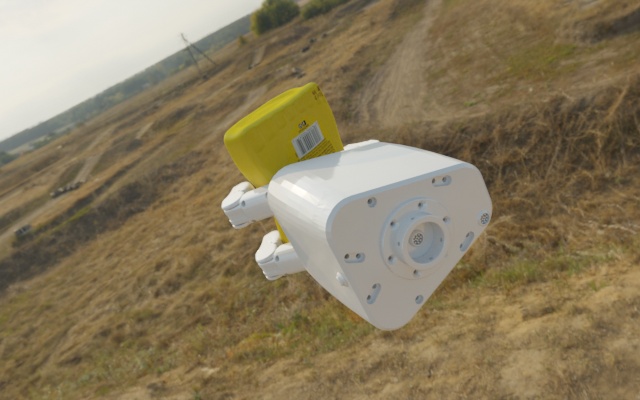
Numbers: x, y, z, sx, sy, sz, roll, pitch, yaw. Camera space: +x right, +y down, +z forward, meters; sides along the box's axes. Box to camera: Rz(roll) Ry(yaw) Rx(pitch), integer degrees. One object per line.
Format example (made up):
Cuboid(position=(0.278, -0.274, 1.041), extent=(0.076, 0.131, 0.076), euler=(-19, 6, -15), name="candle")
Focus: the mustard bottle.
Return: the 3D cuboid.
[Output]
Cuboid(position=(0.000, 0.001, 0.425), extent=(0.058, 0.192, 0.096), euler=(-3, 32, 47), name="mustard bottle")
